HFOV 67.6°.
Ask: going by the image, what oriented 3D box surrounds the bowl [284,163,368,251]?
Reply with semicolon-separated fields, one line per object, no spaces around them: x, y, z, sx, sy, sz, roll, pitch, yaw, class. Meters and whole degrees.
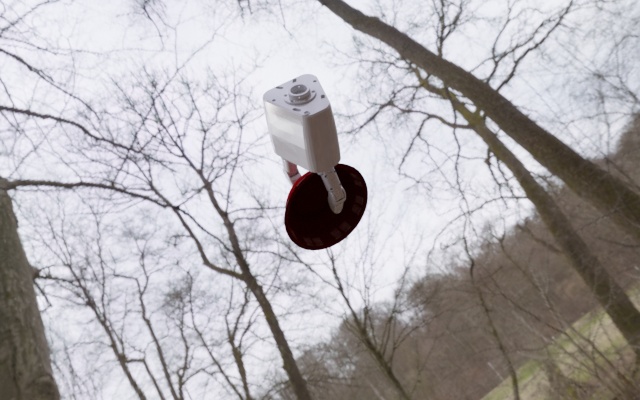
0.000;0.004;0.814;0.162;0.162;0.055;0;25;-33;bowl
